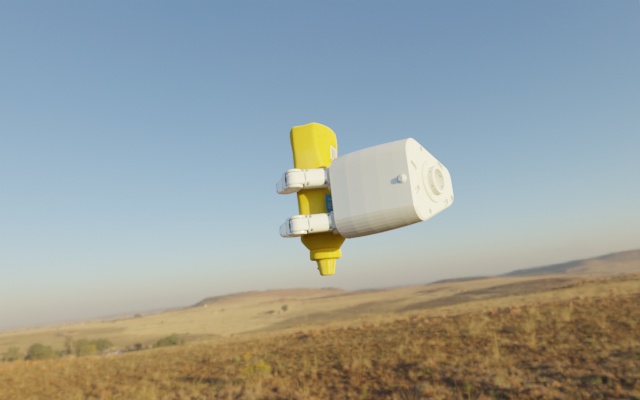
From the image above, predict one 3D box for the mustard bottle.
[{"bbox_3d":[0.000,0.002,0.629,0.058,0.191,0.096,-9,-11,14],"label":"mustard bottle"}]
